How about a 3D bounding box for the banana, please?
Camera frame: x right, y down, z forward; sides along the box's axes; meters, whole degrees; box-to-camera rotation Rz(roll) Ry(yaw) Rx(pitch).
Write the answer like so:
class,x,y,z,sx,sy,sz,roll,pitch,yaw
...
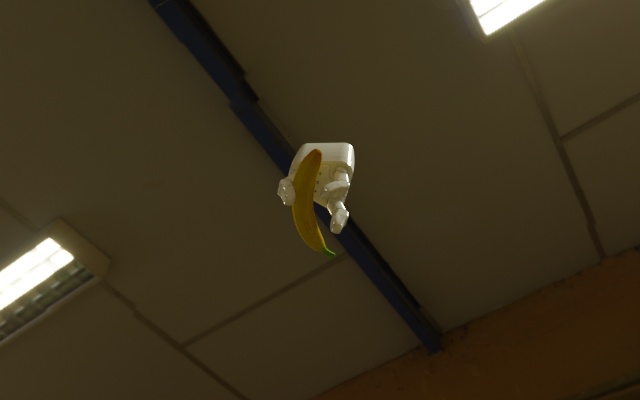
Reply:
class,x,y,z,sx,sy,sz,roll,pitch,yaw
banana,-0.017,0.006,0.808,0.069,0.198,0.037,-1,24,17
